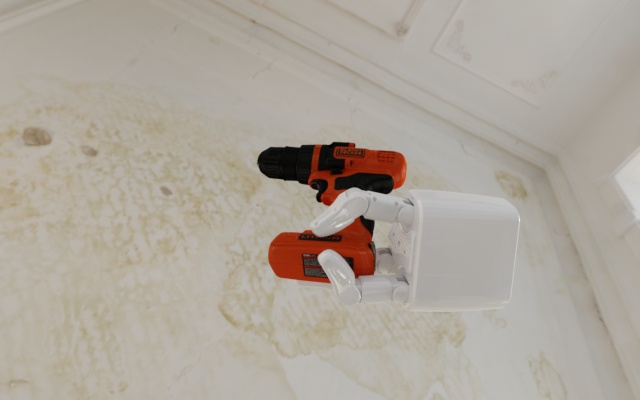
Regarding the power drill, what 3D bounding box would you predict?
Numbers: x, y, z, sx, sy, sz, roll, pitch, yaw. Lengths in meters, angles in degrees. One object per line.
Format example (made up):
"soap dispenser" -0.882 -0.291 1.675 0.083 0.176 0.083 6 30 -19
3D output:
"power drill" 0.000 0.002 0.534 0.184 0.057 0.187 3 43 11
